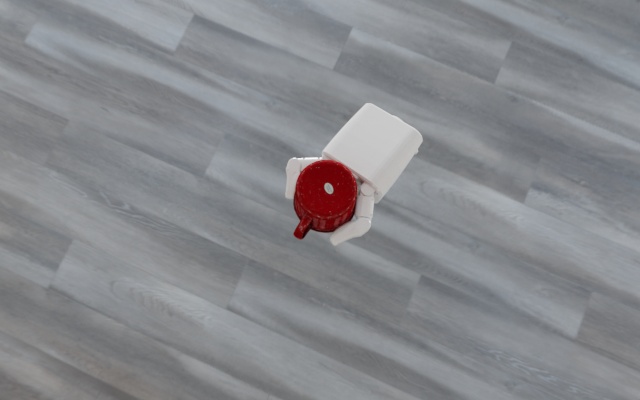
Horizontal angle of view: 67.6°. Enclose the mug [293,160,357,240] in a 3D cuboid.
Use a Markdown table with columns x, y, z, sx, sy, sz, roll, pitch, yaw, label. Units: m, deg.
| x | y | z | sx | sy | sz | roll | pitch | yaw | label |
| --- | --- | --- | --- | --- | --- | --- | --- | --- | --- |
| -0.001 | 0.003 | 0.651 | 0.093 | 0.117 | 0.081 | 37 | -10 | 7 | mug |
